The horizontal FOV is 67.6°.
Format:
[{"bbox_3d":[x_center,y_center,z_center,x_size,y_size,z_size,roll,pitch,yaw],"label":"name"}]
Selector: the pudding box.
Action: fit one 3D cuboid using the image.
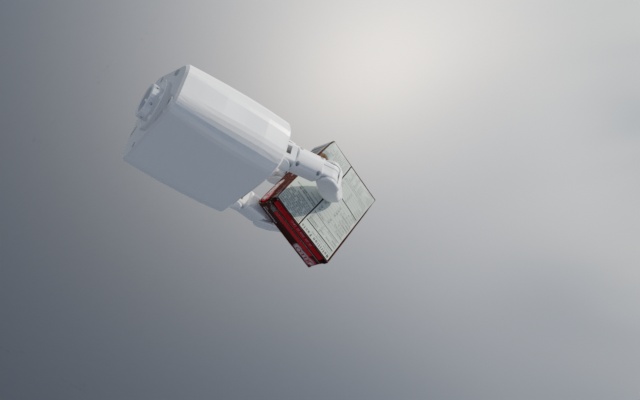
[{"bbox_3d":[0.000,0.002,0.514,0.039,0.090,0.113,-17,24,50],"label":"pudding box"}]
